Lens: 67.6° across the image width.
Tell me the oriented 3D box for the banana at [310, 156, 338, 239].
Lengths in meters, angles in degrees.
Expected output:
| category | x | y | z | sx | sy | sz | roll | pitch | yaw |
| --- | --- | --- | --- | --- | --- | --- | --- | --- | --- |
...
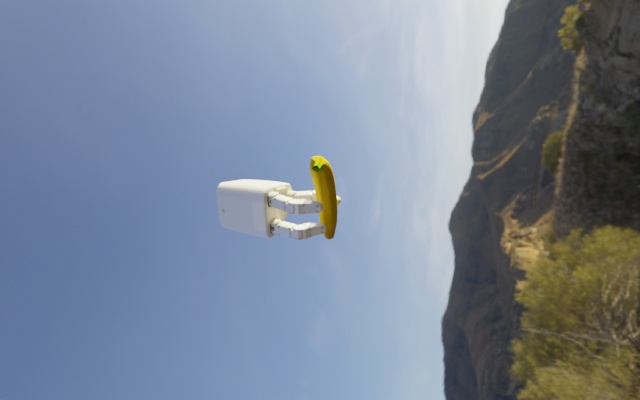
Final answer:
| category | x | y | z | sx | sy | sz | roll | pitch | yaw |
| --- | --- | --- | --- | --- | --- | --- | --- | --- | --- |
| banana | 0.005 | -0.014 | 0.845 | 0.037 | 0.069 | 0.198 | 6 | -39 | 17 |
